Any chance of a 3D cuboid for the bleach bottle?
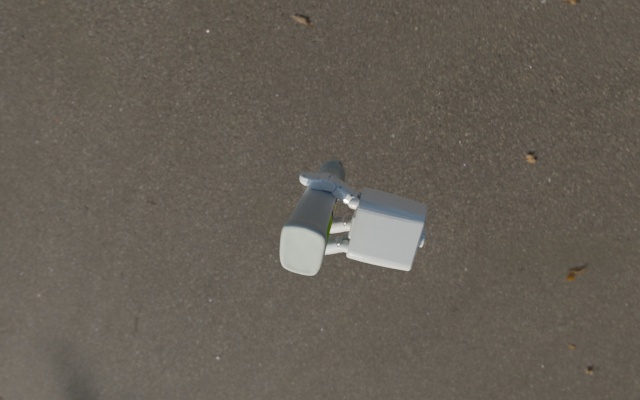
[{"bbox_3d":[0.000,0.003,0.792,0.068,0.103,0.250,14,39,6],"label":"bleach bottle"}]
